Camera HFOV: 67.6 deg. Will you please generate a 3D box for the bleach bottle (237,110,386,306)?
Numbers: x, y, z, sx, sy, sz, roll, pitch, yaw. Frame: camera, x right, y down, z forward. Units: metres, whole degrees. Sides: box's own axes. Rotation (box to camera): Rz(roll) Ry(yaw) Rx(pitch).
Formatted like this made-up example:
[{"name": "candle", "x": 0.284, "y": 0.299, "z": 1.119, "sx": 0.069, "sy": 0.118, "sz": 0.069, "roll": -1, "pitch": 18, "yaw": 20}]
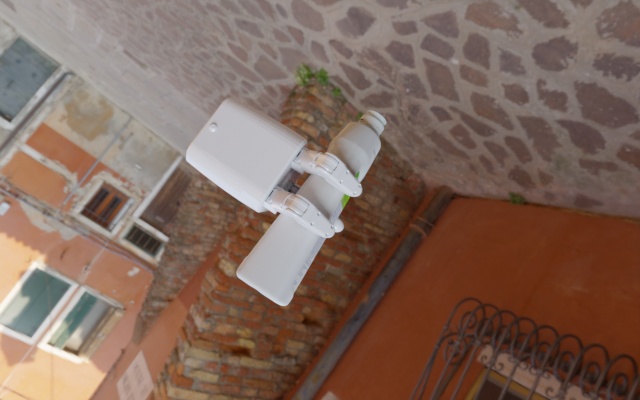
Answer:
[{"name": "bleach bottle", "x": 0.000, "y": 0.002, "z": 0.568, "sx": 0.068, "sy": 0.251, "sz": 0.102, "roll": 33, "pitch": -12, "yaw": 6}]
